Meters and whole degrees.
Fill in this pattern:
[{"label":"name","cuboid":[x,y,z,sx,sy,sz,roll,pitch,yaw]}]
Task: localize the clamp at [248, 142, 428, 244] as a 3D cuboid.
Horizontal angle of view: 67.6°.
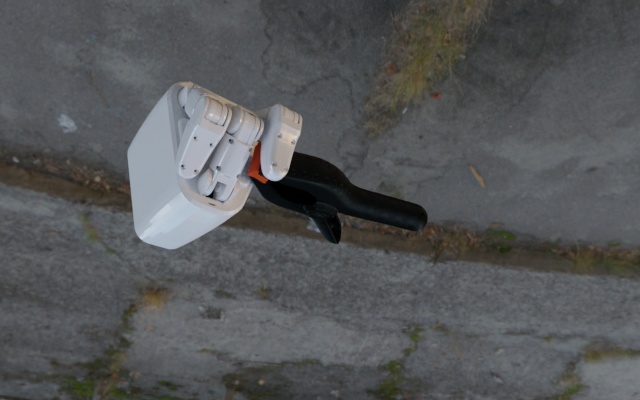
[{"label":"clamp","cuboid":[0.000,0.002,0.437,0.171,0.039,0.120,26,-35,-30]}]
